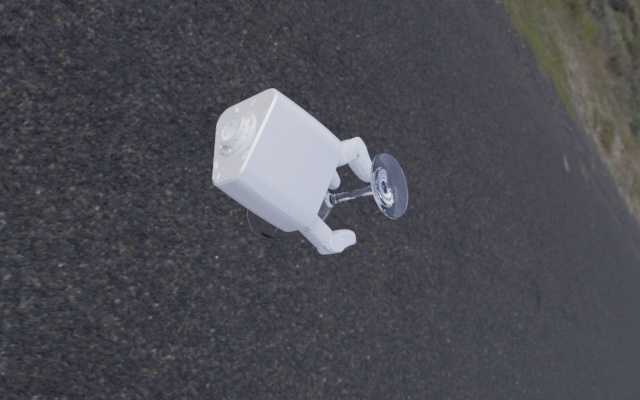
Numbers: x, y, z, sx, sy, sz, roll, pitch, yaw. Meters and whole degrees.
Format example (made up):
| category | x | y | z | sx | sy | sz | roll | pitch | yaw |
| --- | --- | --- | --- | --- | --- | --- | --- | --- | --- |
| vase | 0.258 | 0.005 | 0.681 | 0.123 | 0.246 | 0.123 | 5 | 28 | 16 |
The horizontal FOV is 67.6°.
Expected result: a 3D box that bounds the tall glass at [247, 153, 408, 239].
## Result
| category | x | y | z | sx | sy | sz | roll | pitch | yaw |
| --- | --- | --- | --- | --- | --- | --- | --- | --- | --- |
| tall glass | 0.001 | 0.002 | 0.583 | 0.201 | 0.079 | 0.079 | -14 | -9 | 38 |
